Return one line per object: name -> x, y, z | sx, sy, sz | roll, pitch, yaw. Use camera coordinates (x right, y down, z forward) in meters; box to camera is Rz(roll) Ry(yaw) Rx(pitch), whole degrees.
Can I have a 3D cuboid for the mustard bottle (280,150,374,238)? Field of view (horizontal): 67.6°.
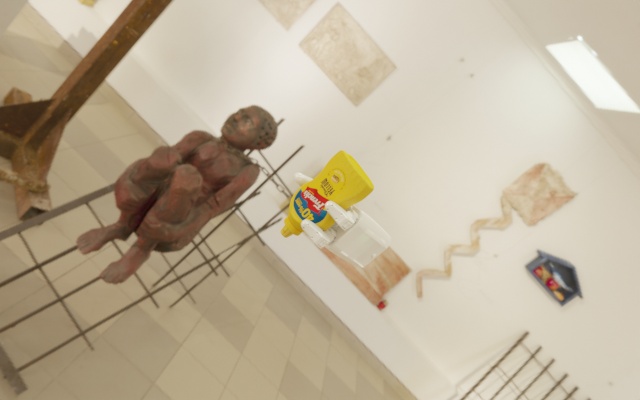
mustard bottle -> 0.000, 0.003, 0.877 | 0.192, 0.096, 0.058 | -42, -28, 14
